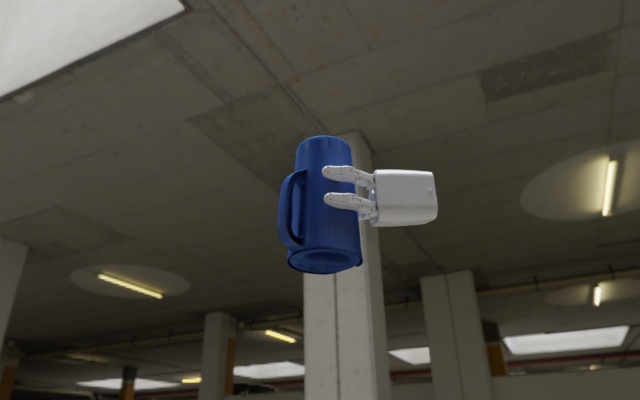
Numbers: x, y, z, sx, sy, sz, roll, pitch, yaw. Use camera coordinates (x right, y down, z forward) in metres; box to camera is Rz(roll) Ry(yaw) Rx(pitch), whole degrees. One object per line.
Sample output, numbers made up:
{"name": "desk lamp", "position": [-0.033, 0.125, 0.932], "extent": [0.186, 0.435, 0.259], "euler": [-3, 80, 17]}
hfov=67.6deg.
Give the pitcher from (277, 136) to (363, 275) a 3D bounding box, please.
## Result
{"name": "pitcher", "position": [0.000, 0.003, 0.873], "extent": [0.145, 0.242, 0.149], "euler": [0, -27, -1]}
